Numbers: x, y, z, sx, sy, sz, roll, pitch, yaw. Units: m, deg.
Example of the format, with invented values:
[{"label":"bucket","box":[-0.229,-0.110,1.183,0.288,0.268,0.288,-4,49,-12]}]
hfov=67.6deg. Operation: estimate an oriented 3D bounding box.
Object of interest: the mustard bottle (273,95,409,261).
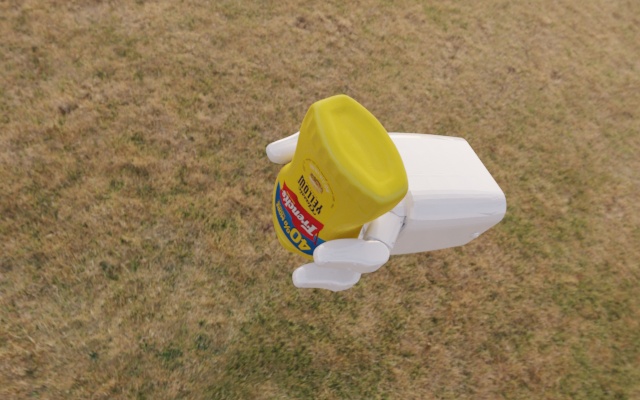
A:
[{"label":"mustard bottle","box":[0.000,0.001,0.423,0.058,0.096,0.192,-26,-15,-30]}]
